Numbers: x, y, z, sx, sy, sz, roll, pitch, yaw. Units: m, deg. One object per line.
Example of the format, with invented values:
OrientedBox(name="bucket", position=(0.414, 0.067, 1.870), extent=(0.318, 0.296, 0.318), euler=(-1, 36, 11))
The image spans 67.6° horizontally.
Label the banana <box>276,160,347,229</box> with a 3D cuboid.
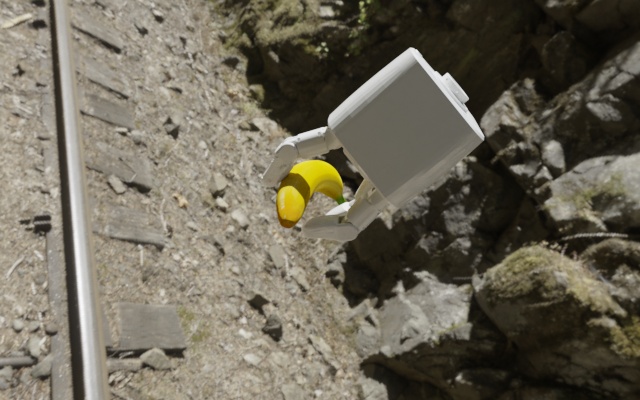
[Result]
OrientedBox(name="banana", position=(-0.009, -0.014, 0.554), extent=(0.037, 0.069, 0.198), euler=(-35, -8, 21))
